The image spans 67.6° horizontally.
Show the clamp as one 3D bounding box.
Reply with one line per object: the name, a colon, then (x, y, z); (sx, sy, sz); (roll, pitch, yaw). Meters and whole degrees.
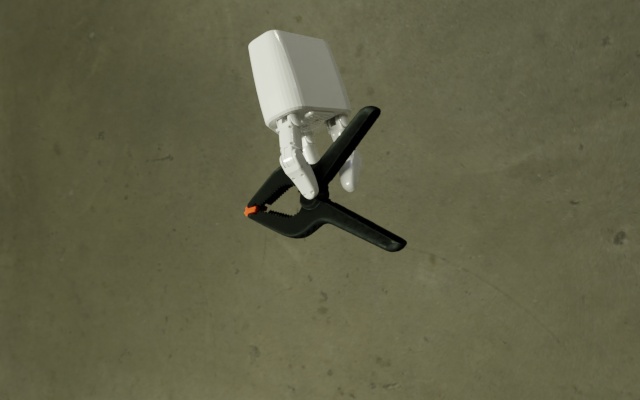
clamp: (-0.001, 0.002, 0.569); (0.210, 0.164, 0.036); (-22, -12, 29)
